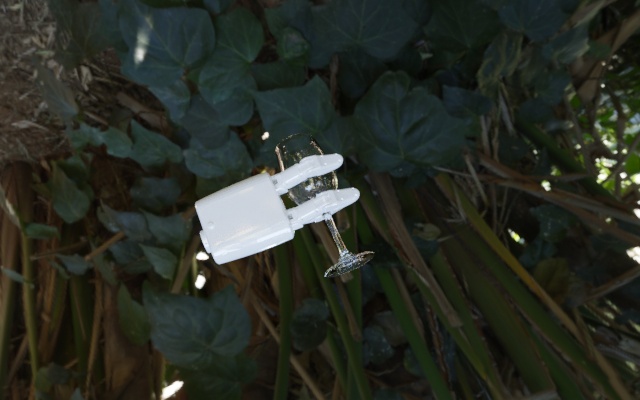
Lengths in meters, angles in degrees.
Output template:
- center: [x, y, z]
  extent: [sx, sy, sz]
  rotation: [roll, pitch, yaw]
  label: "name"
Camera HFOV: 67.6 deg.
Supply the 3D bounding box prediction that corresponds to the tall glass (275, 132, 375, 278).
- center: [0.001, 0.003, 0.674]
  extent: [0.079, 0.201, 0.079]
  rotation: [-21, -20, -8]
  label: "tall glass"
